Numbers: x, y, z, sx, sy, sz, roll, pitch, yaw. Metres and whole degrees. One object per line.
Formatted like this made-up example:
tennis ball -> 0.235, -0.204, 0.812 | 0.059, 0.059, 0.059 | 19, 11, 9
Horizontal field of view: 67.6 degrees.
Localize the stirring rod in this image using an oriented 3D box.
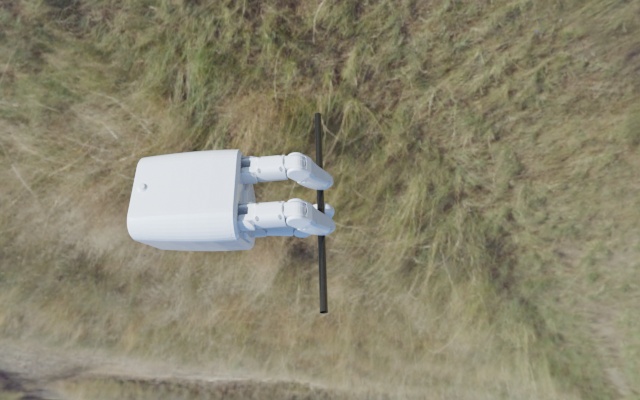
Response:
stirring rod -> 0.000, 0.002, 0.511 | 0.011, 0.239, 0.011 | -1, -30, -1
